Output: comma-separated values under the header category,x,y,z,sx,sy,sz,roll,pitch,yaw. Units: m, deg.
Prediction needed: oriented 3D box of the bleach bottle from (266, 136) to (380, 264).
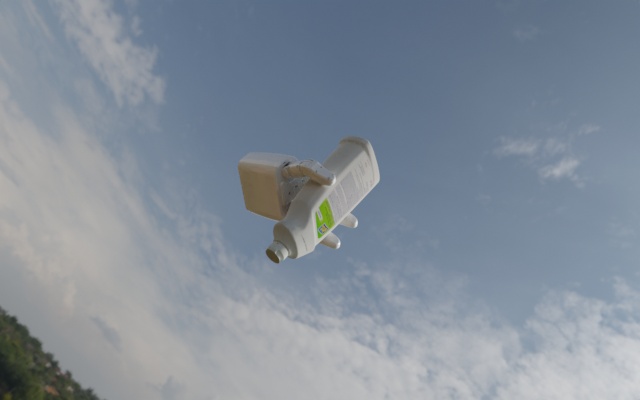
category,x,y,z,sx,sy,sz,roll,pitch,yaw
bleach bottle,0.000,0.003,0.778,0.068,0.103,0.250,12,45,41
